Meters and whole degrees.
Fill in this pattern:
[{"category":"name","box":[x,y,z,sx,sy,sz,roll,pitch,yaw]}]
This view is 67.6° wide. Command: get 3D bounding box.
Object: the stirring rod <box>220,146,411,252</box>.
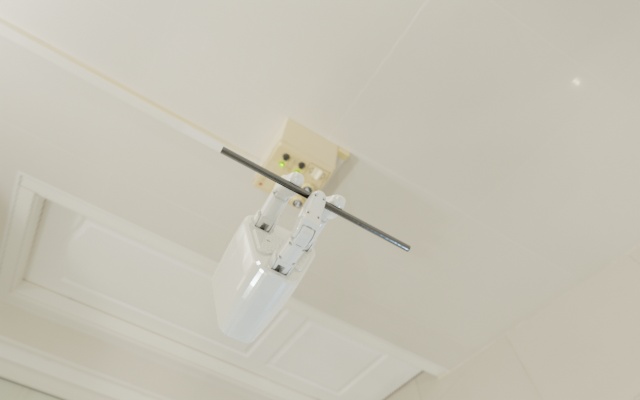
[{"category":"stirring rod","box":[0.000,0.002,0.527,0.239,0.011,0.011,28,-8,-15]}]
